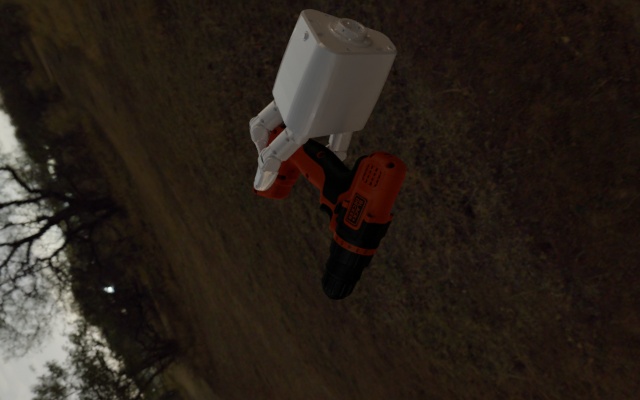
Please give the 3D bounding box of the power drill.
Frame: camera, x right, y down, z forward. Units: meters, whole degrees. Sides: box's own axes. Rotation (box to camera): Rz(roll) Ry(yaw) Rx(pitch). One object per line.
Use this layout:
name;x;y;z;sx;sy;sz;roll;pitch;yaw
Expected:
power drill;0.000;0.001;0.579;0.187;0.184;0.057;34;21;33
